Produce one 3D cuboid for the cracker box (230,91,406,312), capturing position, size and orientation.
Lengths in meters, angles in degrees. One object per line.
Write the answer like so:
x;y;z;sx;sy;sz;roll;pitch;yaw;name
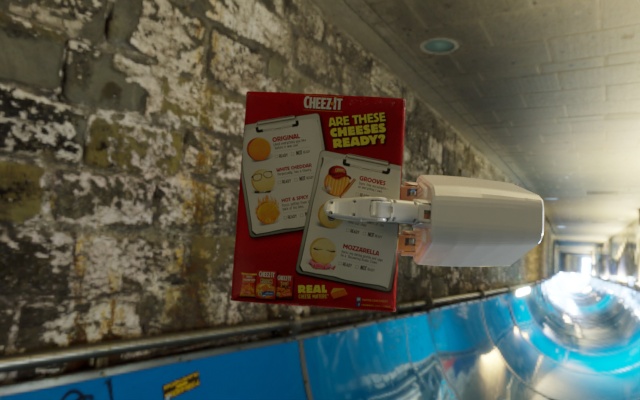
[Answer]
0.000;0.002;0.503;0.164;0.213;0.072;3;-6;2;cracker box
